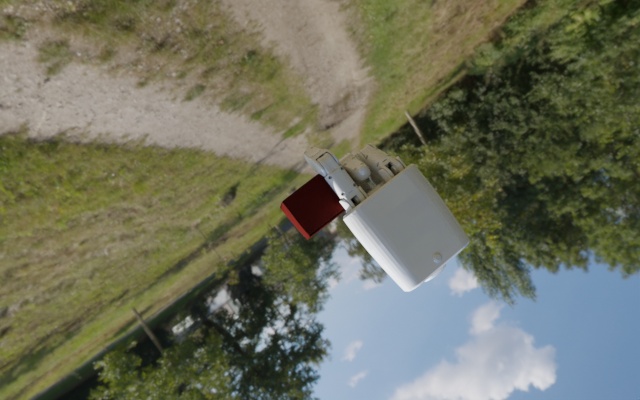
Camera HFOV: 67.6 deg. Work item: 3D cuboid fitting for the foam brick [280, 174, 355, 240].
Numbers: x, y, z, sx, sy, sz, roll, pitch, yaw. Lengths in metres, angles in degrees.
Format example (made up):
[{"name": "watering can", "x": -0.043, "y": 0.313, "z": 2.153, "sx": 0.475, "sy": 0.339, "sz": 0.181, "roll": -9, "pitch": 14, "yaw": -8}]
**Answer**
[{"name": "foam brick", "x": 0.000, "y": 0.002, "z": 0.546, "sx": 0.078, "sy": 0.051, "sz": 0.053, "roll": -37, "pitch": -3, "yaw": -9}]
